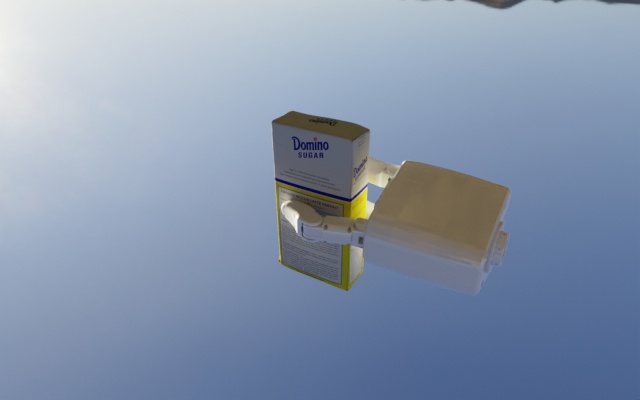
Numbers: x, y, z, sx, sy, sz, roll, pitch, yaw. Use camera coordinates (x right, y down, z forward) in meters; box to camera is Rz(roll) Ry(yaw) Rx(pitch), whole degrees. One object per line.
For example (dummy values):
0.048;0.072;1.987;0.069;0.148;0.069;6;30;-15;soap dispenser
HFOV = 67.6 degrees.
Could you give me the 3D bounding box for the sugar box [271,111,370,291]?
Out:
0.000;0.002;0.500;0.093;0.176;0.048;17;32;26;sugar box
